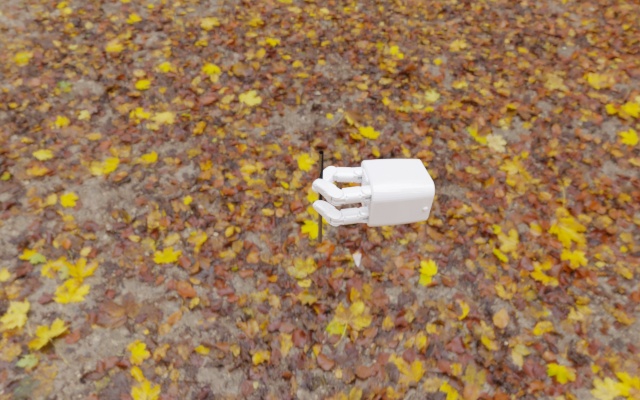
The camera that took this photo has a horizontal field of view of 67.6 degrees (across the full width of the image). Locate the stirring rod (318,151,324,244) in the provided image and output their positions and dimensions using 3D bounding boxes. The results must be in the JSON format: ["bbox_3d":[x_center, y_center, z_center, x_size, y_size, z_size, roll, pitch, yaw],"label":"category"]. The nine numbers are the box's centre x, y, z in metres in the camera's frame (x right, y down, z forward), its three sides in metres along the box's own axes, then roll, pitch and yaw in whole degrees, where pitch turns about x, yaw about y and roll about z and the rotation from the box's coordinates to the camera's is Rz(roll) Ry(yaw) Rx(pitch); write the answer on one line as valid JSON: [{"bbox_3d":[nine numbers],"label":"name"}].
[{"bbox_3d":[0.000,0.003,0.849,0.011,0.011,0.240,0,-41,-1],"label":"stirring rod"}]
